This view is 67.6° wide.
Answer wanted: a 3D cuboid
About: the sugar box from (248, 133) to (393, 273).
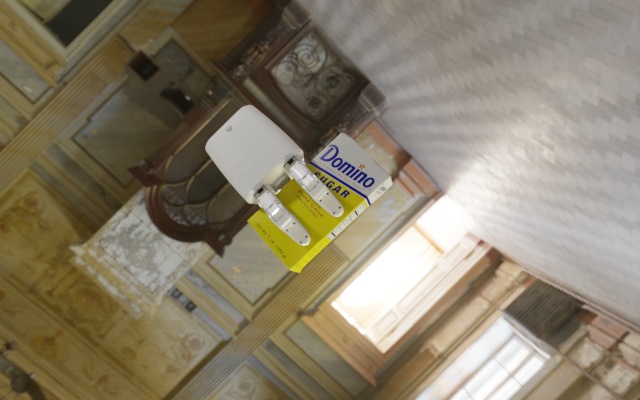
[{"bbox_3d":[0.000,0.002,0.631,0.093,0.176,0.048,46,1,20],"label":"sugar box"}]
